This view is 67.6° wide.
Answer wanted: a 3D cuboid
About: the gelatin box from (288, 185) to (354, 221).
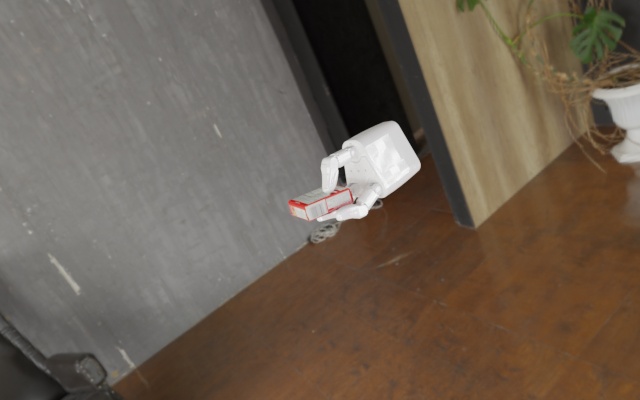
[{"bbox_3d":[0.000,0.002,0.807,0.089,0.030,0.073,-22,16,-22],"label":"gelatin box"}]
